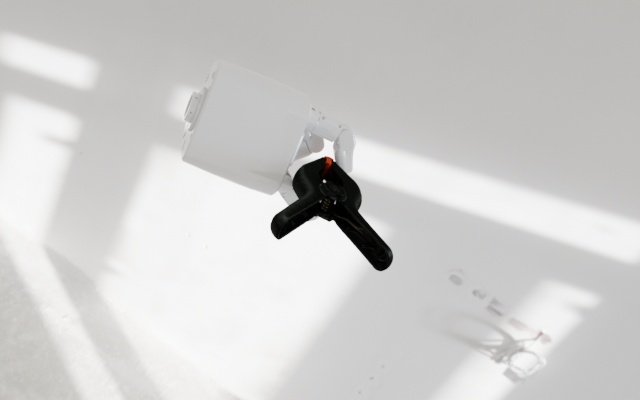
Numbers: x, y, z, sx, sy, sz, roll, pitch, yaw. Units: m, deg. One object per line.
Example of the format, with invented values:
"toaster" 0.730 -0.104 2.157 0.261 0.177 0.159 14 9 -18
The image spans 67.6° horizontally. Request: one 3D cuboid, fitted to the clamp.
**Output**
"clamp" 0.000 0.001 0.492 0.120 0.039 0.171 20 26 -24
